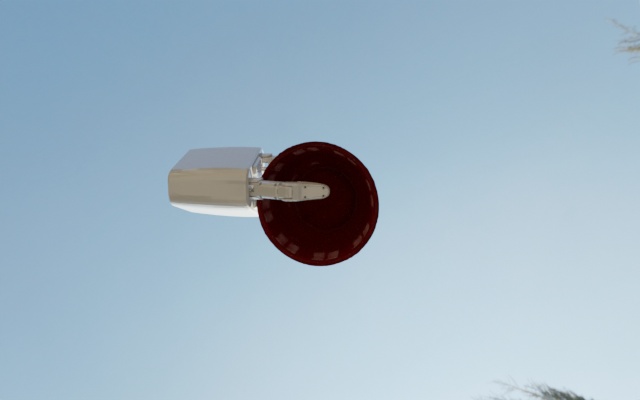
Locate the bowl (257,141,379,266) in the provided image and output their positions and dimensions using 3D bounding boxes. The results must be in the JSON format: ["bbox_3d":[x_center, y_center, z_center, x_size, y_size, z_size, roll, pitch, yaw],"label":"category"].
[{"bbox_3d":[0.001,0.002,0.632,0.162,0.162,0.055,0,9,14],"label":"bowl"}]
